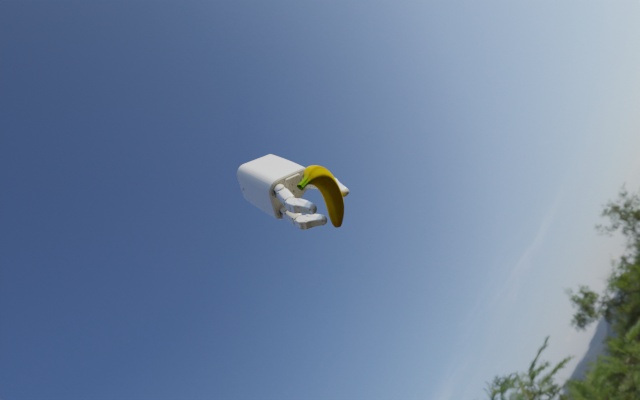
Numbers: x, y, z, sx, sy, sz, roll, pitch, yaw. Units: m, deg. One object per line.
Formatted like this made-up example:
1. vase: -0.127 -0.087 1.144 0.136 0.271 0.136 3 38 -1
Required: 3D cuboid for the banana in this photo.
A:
1. banana: 0.008 -0.014 0.886 0.037 0.069 0.198 23 -13 32
